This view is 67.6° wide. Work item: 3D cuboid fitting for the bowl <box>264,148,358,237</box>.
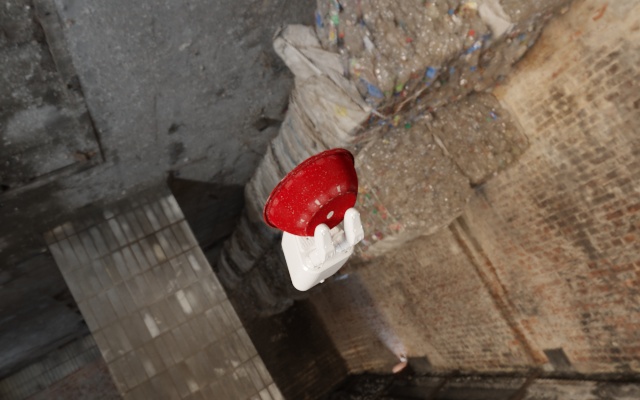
[{"bbox_3d":[0.000,0.002,0.689,0.162,0.162,0.055,0,44,-54],"label":"bowl"}]
